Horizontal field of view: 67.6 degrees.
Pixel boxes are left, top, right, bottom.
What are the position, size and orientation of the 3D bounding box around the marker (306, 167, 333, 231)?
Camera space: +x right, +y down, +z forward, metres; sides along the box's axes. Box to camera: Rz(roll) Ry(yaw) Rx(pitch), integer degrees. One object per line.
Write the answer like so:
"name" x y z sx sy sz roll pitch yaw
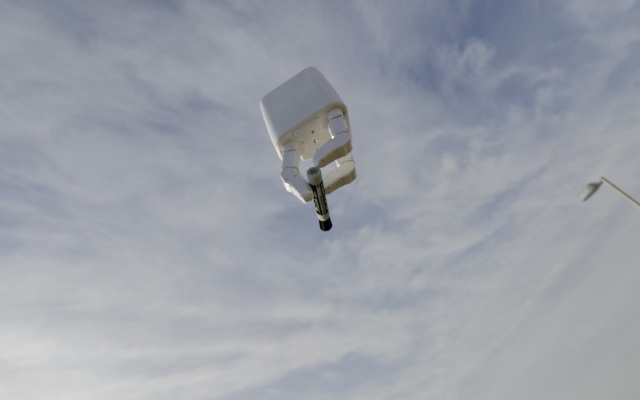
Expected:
"marker" 0.000 0.002 0.645 0.020 0.020 0.121 0 -39 11
